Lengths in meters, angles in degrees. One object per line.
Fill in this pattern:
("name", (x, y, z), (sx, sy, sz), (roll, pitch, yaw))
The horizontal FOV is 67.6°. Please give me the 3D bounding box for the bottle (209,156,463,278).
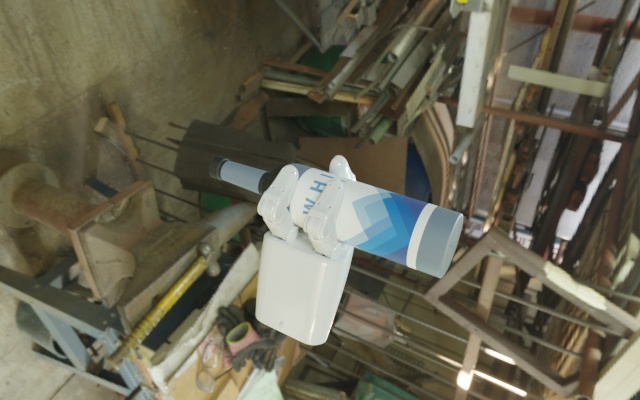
("bottle", (0.000, 0.002, 0.523), (0.295, 0.069, 0.069), (19, 8, 24))
